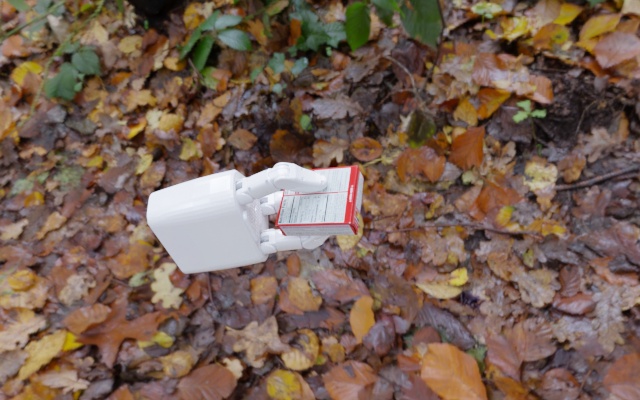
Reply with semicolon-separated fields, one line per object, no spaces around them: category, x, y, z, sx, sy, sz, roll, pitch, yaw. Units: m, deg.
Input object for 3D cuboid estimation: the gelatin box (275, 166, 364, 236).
gelatin box;0.000;0.001;0.530;0.089;0.073;0.030;-3;-32;21
